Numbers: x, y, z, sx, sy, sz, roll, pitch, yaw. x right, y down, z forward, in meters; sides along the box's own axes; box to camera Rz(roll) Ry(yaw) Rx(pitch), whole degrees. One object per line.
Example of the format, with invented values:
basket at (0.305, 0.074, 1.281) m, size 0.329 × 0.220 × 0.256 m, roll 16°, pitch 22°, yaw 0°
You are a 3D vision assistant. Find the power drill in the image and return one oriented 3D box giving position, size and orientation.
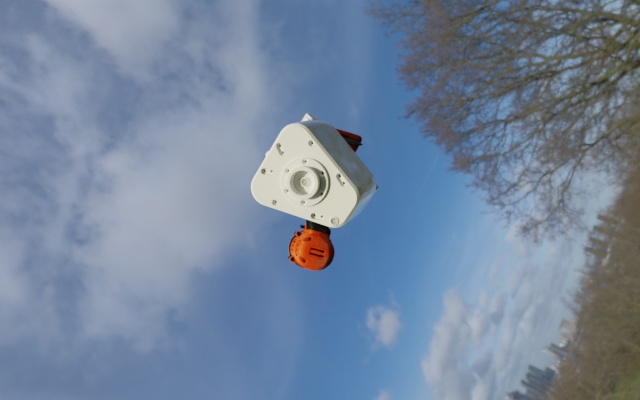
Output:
power drill at (0.000, 0.002, 0.659) m, size 0.057 × 0.187 × 0.184 m, roll 13°, pitch -5°, yaw -9°
